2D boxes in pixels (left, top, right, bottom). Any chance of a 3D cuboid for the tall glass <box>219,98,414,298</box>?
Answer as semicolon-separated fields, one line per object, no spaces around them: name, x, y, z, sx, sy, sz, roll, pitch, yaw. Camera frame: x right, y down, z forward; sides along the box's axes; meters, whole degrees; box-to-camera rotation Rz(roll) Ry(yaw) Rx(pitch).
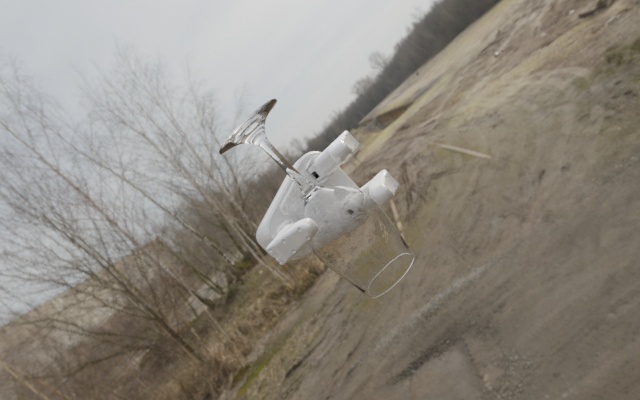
tall glass;0.000;0.001;0.457;0.079;0.201;0.079;-44;5;4
